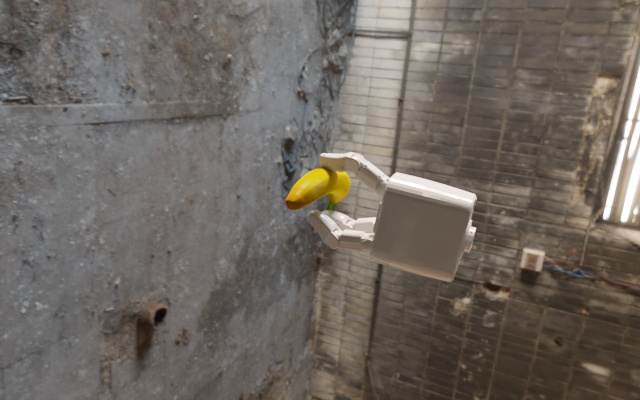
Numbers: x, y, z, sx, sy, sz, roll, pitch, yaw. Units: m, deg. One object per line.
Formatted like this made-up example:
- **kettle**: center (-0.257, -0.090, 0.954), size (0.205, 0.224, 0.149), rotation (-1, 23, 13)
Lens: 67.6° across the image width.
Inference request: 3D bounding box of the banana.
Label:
- **banana**: center (0.007, -0.015, 0.658), size (0.037, 0.069, 0.198), rotation (20, 3, 18)
